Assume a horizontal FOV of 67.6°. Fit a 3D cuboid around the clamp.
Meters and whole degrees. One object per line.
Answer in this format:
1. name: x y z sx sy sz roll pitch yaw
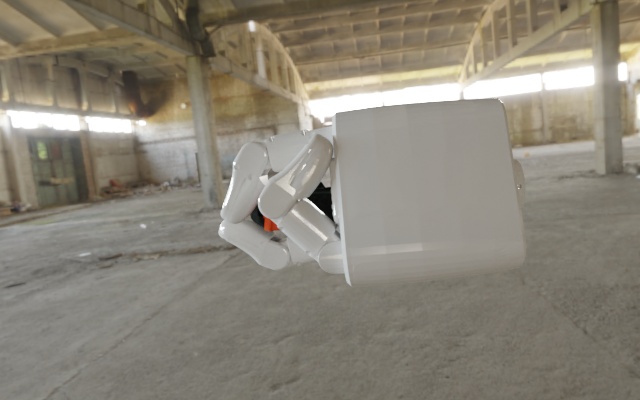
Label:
1. clamp: 0.000 0.001 0.405 0.120 0.039 0.171 -6 6 8
